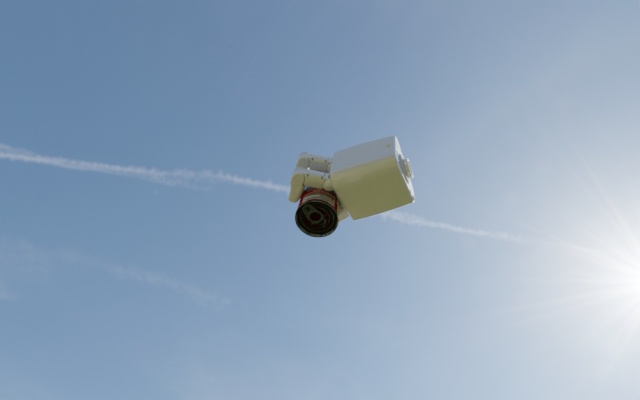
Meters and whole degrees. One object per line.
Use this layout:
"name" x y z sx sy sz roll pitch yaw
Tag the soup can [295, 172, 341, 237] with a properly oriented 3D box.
"soup can" 0.000 0.003 0.773 0.068 0.068 0.102 0 32 8
